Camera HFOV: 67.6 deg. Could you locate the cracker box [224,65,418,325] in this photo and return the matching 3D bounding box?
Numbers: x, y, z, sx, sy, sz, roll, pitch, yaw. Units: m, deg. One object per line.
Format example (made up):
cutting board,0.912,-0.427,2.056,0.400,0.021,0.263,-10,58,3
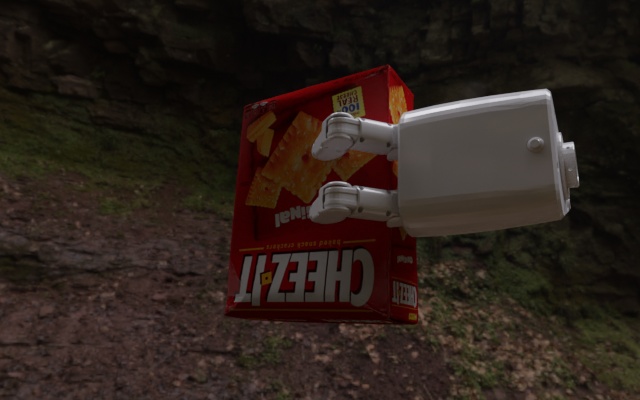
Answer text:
cracker box,0.000,0.001,0.439,0.164,0.213,0.072,-7,-19,30
